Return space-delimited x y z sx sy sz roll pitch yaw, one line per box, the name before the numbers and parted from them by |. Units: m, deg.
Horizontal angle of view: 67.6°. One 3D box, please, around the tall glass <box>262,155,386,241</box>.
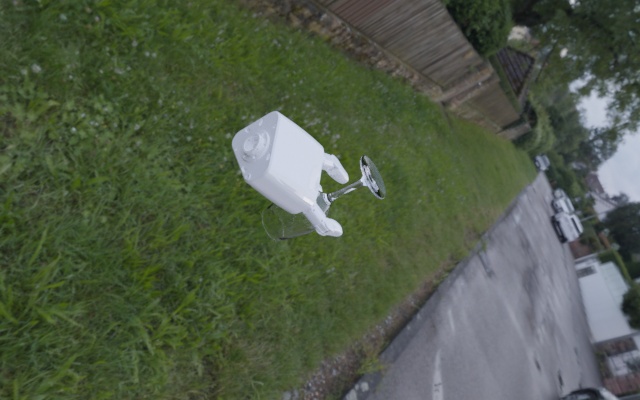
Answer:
tall glass | 0.001 0.002 0.778 0.201 0.079 0.079 -26 -12 25
